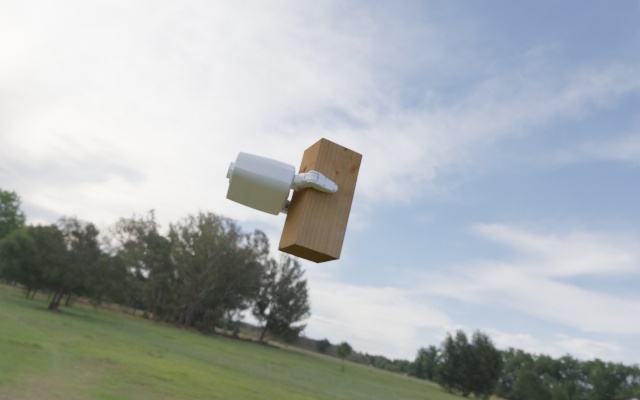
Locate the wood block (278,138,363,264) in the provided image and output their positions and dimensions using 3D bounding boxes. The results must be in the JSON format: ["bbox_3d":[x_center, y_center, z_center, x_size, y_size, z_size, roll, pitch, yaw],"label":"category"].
[{"bbox_3d":[0.000,0.003,0.885,0.090,0.206,0.091,21,-20,-21],"label":"wood block"}]
